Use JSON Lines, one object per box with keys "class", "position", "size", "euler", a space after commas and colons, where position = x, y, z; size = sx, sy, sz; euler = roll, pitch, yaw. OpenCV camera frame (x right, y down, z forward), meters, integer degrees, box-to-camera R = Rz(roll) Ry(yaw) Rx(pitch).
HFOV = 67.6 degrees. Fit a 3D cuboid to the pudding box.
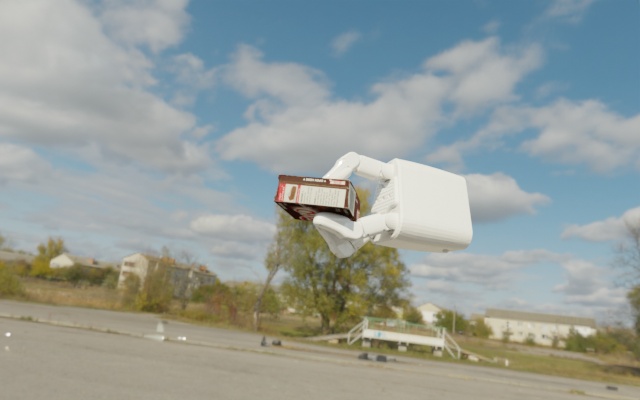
{"class": "pudding box", "position": [0.000, 0.002, 0.601], "size": [0.090, 0.039, 0.113], "euler": [5, -14, 12]}
